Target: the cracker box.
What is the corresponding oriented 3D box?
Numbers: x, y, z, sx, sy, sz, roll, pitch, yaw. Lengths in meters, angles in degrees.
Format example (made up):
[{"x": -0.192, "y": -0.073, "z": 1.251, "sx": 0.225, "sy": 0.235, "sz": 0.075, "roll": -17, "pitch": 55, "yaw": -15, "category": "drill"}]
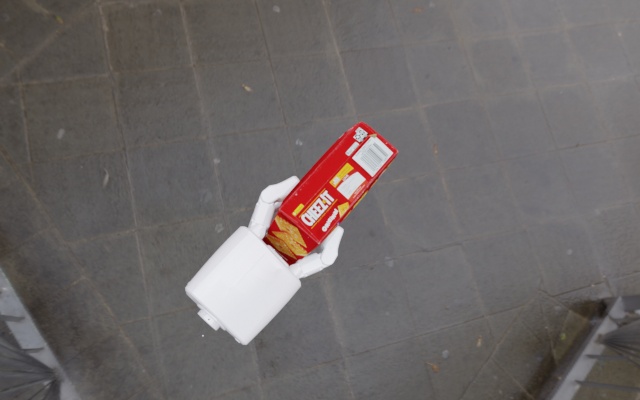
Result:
[{"x": 0.000, "y": 0.002, "z": 0.665, "sx": 0.072, "sy": 0.164, "sz": 0.214, "roll": 41, "pitch": -21, "yaw": 0, "category": "cracker box"}]
